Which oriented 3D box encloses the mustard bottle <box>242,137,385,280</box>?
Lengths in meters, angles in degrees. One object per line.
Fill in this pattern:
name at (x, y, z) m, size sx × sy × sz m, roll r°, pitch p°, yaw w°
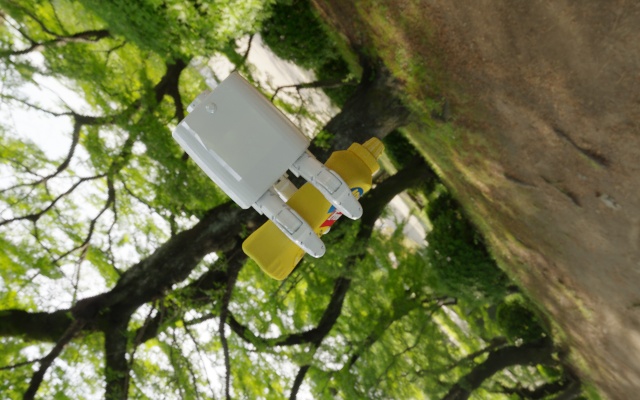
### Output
mustard bottle at (0.000, 0.002, 0.534) m, size 0.058 × 0.191 × 0.096 m, roll 43°, pitch -6°, yaw 13°
